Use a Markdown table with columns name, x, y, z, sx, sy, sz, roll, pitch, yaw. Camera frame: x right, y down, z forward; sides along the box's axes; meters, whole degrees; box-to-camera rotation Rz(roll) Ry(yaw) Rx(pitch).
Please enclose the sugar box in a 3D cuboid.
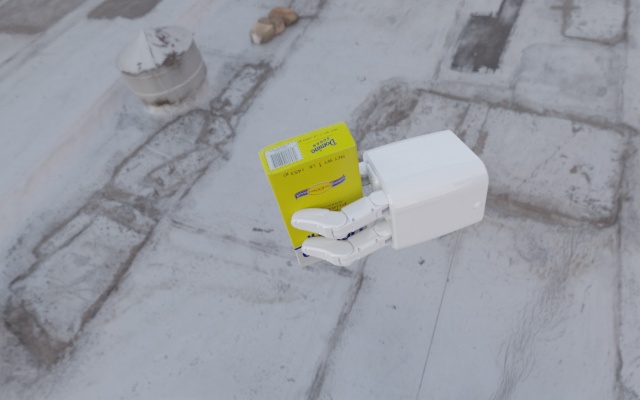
| name | x | y | z | sx | sy | sz | roll | pitch | yaw |
| --- | --- | --- | --- | --- | --- | --- | --- | --- | --- |
| sugar box | 0.000 | 0.002 | 0.530 | 0.093 | 0.048 | 0.176 | -19 | -41 | -3 |
